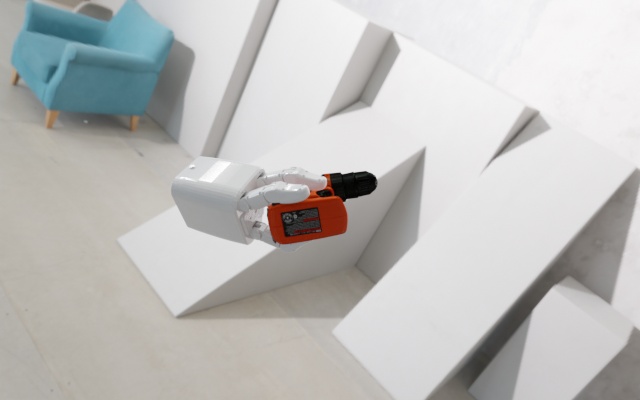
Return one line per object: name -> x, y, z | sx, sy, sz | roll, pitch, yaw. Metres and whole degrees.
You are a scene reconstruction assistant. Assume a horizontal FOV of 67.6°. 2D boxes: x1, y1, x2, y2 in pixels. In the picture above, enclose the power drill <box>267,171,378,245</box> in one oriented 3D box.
power drill -> 0.000, 0.002, 0.710 | 0.184, 0.057, 0.187 | -11, 13, 4
